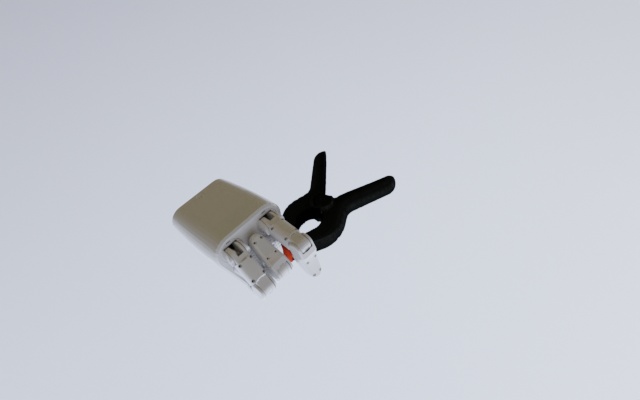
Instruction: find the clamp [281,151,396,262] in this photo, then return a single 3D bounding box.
[{"bbox_3d":[0.000,0.003,0.605,0.120,0.039,0.171,28,56,36],"label":"clamp"}]
